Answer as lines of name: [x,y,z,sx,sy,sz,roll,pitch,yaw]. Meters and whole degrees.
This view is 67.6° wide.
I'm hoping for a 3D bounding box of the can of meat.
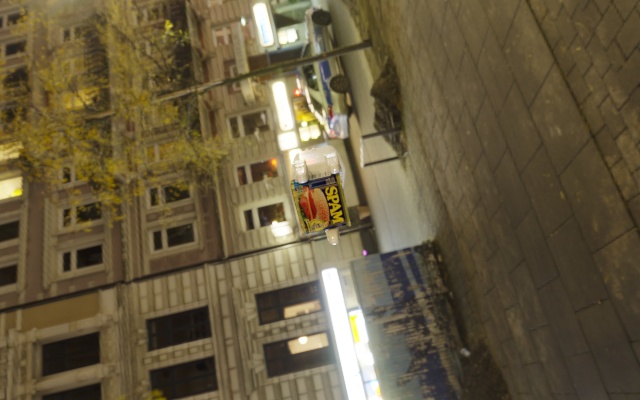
can of meat: [0.000,0.003,0.815,0.084,0.102,0.057,-13,26,1]
